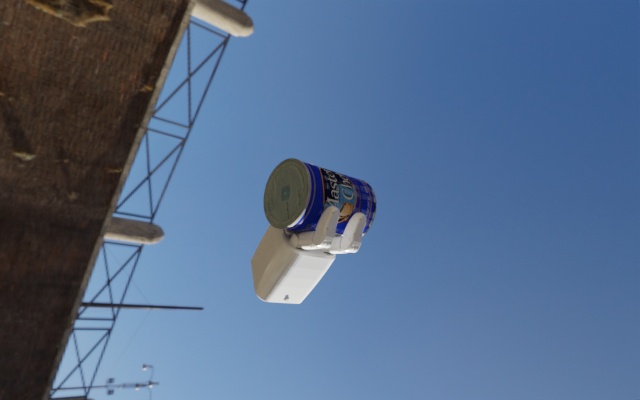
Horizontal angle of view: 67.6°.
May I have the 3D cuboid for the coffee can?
[{"bbox_3d":[0.000,0.002,0.722,0.140,0.103,0.103,14,-9,-40],"label":"coffee can"}]
